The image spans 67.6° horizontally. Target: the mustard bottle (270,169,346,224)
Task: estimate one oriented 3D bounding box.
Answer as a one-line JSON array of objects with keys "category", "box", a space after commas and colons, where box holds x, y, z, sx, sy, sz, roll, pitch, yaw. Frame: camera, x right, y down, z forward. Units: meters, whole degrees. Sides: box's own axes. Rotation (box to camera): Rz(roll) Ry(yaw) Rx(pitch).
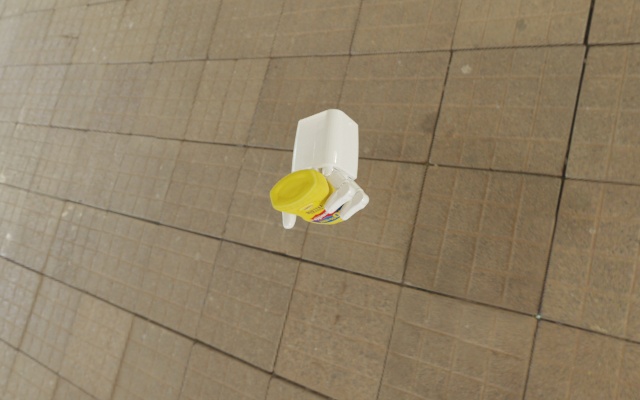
[{"category": "mustard bottle", "box": [0.000, 0.003, 0.865, 0.096, 0.058, 0.192, -29, -27, 21]}]
